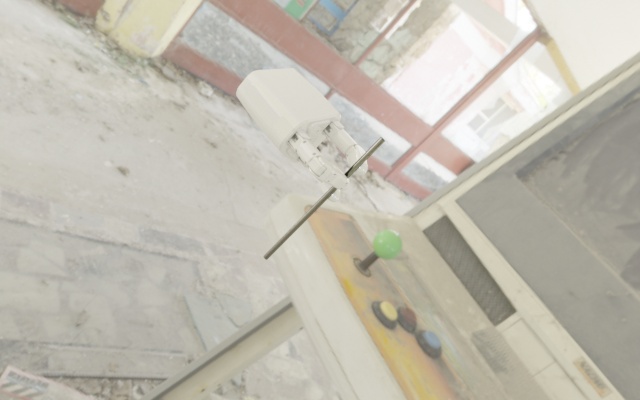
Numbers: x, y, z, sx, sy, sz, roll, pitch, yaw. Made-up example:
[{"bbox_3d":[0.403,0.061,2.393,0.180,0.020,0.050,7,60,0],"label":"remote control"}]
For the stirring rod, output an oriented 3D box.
[{"bbox_3d":[0.000,0.002,0.650,0.239,0.011,0.011,-45,-19,20],"label":"stirring rod"}]
